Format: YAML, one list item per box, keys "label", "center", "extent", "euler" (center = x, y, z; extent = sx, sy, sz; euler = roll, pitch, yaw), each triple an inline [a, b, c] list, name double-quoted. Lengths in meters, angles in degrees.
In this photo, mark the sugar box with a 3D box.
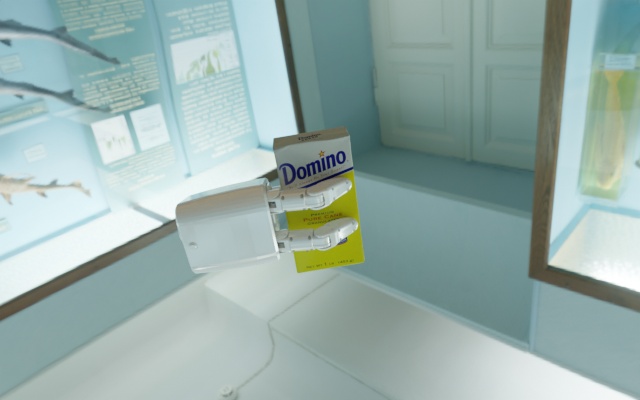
- label: "sugar box"
  center: [0.000, 0.002, 0.603]
  extent: [0.093, 0.176, 0.048]
  euler: [-10, 27, -1]
